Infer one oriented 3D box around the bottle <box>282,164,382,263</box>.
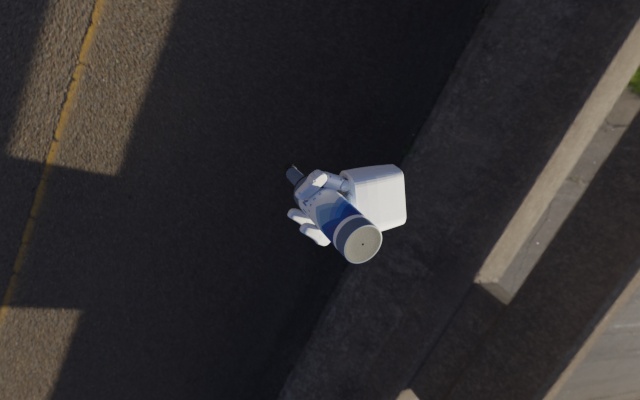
[{"bbox_3d":[0.000,0.003,0.824,0.069,0.069,0.295,0,25,-28],"label":"bottle"}]
